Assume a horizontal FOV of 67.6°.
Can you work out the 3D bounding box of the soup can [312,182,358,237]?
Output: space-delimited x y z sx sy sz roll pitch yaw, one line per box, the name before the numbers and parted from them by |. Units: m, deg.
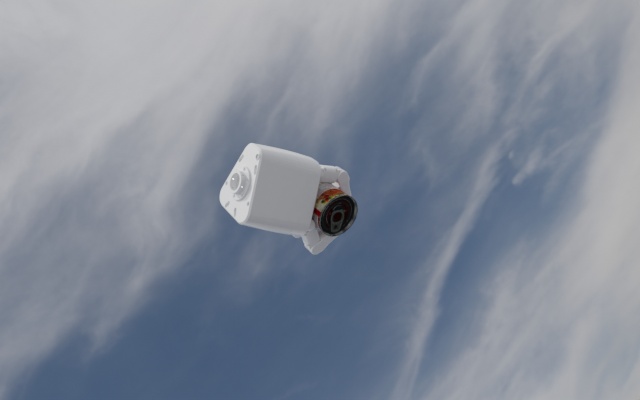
soup can | 0.000 0.002 0.738 0.068 0.068 0.102 0 24 -37
